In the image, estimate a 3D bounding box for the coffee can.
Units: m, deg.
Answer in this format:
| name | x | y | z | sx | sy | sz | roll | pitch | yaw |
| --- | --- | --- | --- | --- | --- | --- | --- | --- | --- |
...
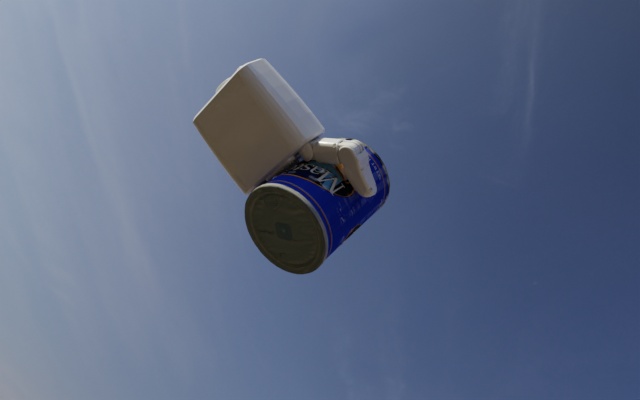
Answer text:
| name | x | y | z | sx | sy | sz | roll | pitch | yaw |
| --- | --- | --- | --- | --- | --- | --- | --- | --- | --- |
| coffee can | 0.000 | 0.002 | 0.532 | 0.103 | 0.103 | 0.140 | 0 | 25 | 38 |
